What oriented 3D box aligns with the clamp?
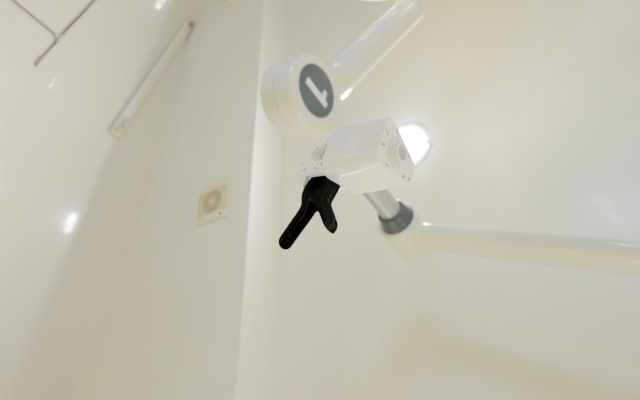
[{"bbox_3d":[0.000,0.003,0.793,0.120,0.171,0.039,-9,-42,41],"label":"clamp"}]
